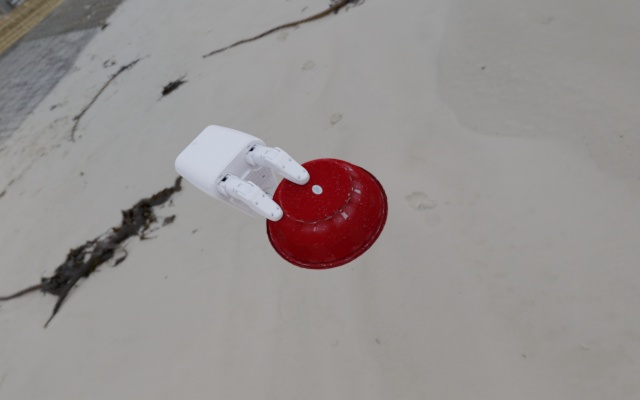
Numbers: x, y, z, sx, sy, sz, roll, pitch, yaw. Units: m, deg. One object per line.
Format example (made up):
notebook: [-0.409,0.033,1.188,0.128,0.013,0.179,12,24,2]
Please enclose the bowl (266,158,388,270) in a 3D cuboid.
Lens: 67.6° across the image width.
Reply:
bowl: [0.001,0.002,0.593,0.162,0.162,0.055,0,-33,17]
